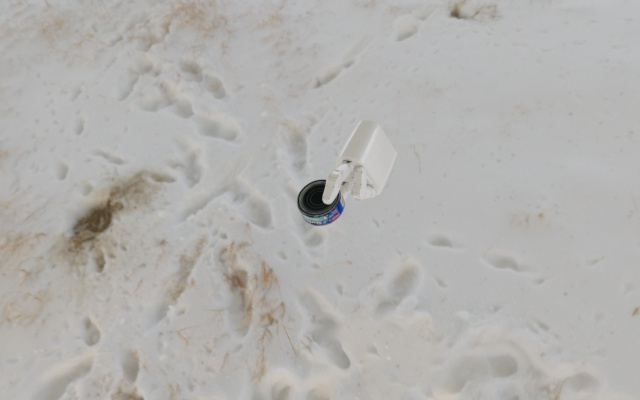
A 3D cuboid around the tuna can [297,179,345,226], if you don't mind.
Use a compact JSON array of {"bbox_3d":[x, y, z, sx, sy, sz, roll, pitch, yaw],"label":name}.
[{"bbox_3d":[0.000,0.003,0.890,0.086,0.086,0.034,0,-33,19],"label":"tuna can"}]
